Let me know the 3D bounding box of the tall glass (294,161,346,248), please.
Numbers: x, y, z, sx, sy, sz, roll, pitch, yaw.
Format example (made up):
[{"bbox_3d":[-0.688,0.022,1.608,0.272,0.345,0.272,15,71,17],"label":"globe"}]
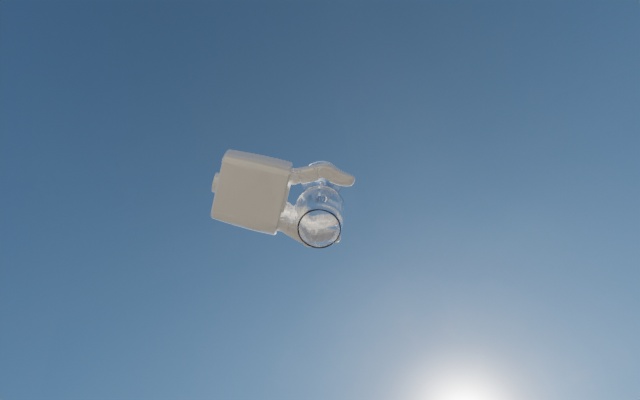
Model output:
[{"bbox_3d":[0.000,0.002,0.762,0.079,0.079,0.201,0,23,1],"label":"tall glass"}]
